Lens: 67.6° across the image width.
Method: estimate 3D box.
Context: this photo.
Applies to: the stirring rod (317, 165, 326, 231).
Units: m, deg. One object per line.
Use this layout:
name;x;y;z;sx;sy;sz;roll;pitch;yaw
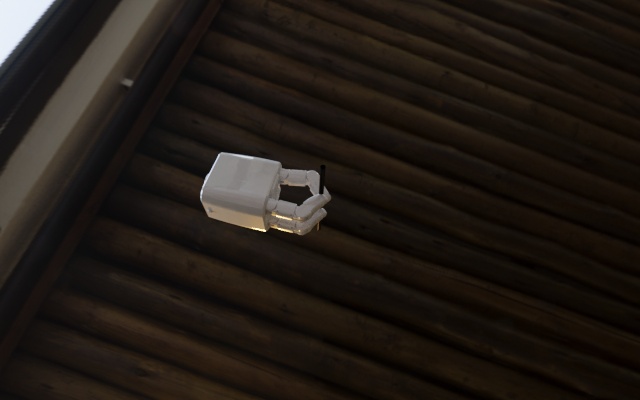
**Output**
stirring rod;0.000;0.002;0.794;0.011;0.011;0.240;0;-25;-2
